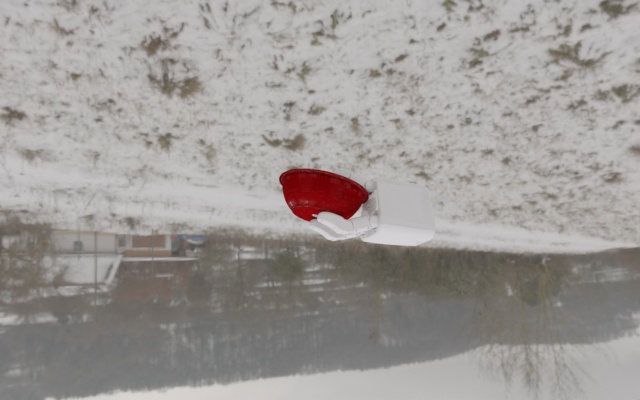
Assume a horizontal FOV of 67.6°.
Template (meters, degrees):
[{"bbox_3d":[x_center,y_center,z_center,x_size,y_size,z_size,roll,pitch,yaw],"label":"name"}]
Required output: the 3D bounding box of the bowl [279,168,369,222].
[{"bbox_3d":[-0.001,0.003,0.831,0.162,0.055,0.162,12,-19,4],"label":"bowl"}]
